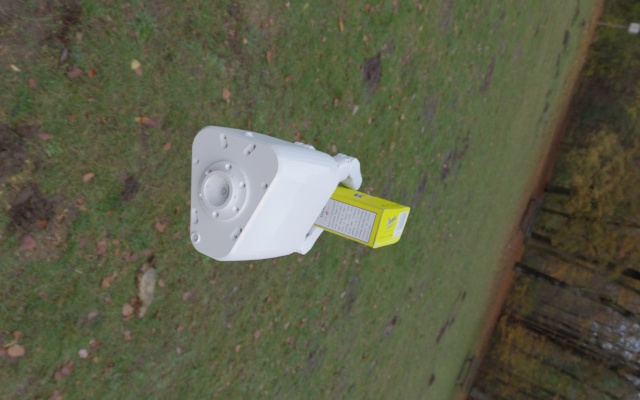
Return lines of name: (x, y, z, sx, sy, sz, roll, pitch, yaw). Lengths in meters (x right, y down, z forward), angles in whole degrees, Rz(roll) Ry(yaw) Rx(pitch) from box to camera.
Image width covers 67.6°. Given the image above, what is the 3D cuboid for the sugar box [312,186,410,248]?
sugar box: (0.000, 0.001, 0.528, 0.176, 0.048, 0.093, 21, 9, 24)
